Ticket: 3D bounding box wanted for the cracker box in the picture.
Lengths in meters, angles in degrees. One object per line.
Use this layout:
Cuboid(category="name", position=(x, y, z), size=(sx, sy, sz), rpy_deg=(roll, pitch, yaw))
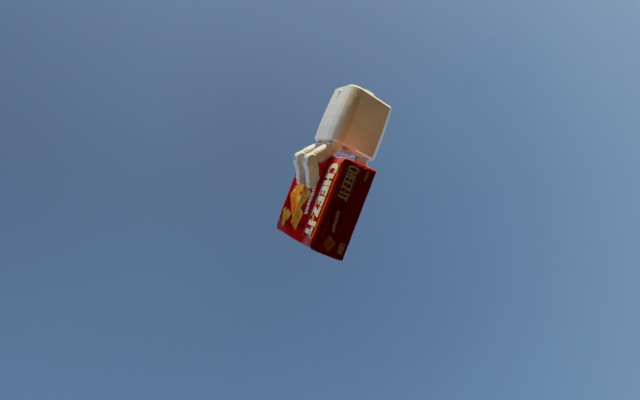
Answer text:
Cuboid(category="cracker box", position=(0.000, 0.003, 0.881), size=(0.072, 0.164, 0.213), rpy_deg=(21, -1, -21))
